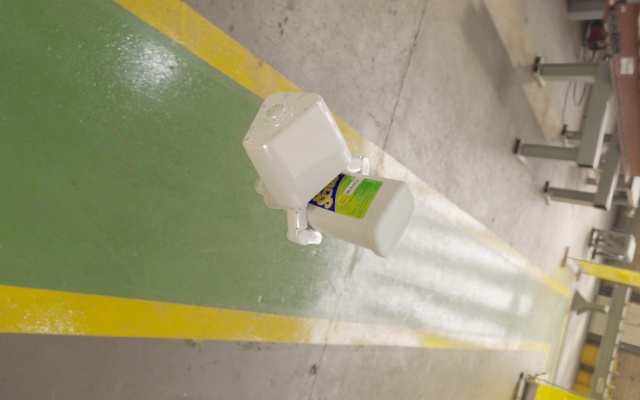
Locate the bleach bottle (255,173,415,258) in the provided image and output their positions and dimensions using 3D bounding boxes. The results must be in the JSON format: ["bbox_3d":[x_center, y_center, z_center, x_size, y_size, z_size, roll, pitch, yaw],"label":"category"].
[{"bbox_3d":[0.000,0.002,0.675,0.251,0.102,0.068,12,-34,37],"label":"bleach bottle"}]
